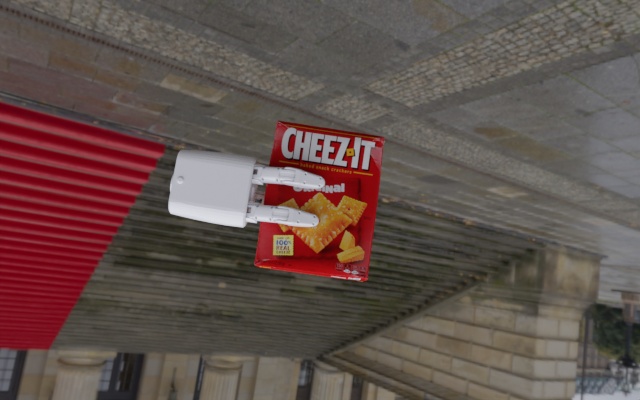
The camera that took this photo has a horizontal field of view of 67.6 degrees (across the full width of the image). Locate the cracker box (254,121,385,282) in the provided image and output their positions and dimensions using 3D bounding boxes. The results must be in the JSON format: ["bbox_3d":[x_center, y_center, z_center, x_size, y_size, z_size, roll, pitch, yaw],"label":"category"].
[{"bbox_3d":[0.000,0.003,0.706,0.164,0.213,0.072,8,-8,-2],"label":"cracker box"}]
